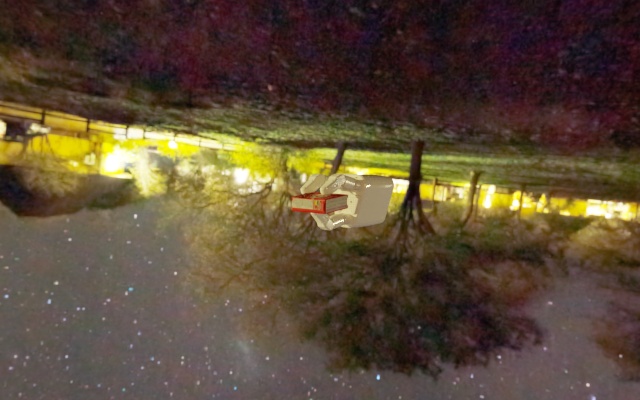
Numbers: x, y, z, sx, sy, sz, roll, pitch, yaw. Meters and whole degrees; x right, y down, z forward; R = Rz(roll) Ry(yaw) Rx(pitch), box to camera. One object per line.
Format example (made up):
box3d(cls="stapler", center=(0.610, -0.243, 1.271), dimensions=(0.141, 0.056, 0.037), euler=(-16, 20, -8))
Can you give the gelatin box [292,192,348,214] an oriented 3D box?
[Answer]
box3d(cls="gelatin box", center=(0.000, 0.003, 0.894), dimensions=(0.073, 0.030, 0.089), euler=(5, 10, 31))
